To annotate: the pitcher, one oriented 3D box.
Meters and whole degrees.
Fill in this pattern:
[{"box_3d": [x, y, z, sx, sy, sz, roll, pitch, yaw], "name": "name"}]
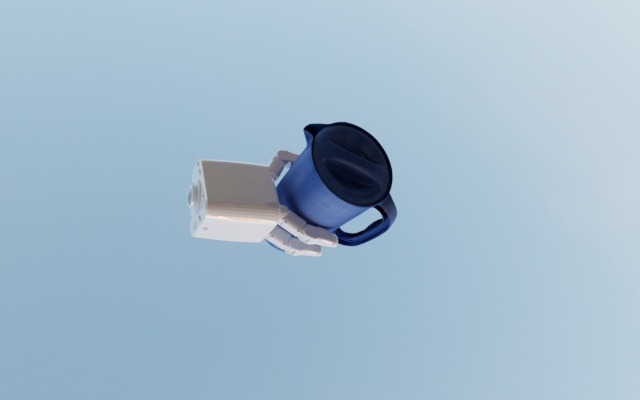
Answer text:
[{"box_3d": [0.000, 0.002, 0.748, 0.145, 0.149, 0.243, 5, -27, -28], "name": "pitcher"}]
